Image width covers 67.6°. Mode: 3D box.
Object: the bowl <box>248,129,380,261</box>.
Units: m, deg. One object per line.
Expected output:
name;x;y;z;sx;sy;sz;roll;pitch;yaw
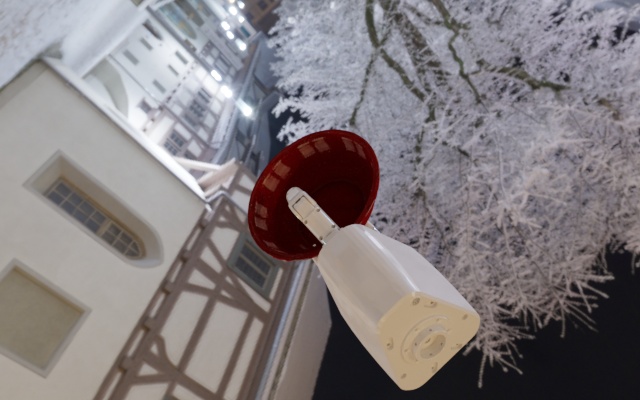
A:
bowl;0.000;0.001;0.532;0.162;0.162;0.055;0;-28;32
